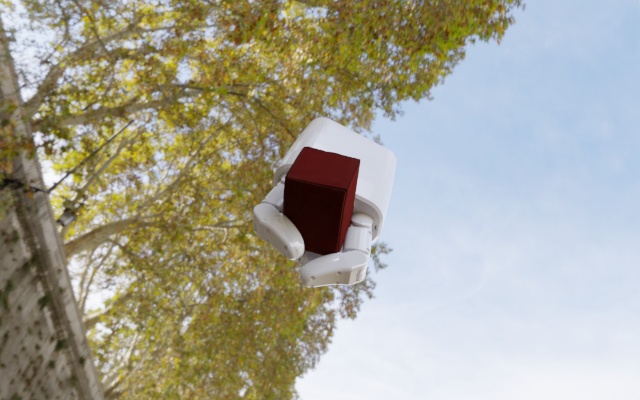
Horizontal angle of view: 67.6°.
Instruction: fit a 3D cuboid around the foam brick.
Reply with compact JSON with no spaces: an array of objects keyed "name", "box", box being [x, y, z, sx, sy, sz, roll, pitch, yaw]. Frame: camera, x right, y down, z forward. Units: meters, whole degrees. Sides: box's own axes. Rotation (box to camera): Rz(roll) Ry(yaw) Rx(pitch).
[{"name":"foam brick","box":[0.000,0.001,0.414,0.053,0.078,0.051,15,41,10]}]
